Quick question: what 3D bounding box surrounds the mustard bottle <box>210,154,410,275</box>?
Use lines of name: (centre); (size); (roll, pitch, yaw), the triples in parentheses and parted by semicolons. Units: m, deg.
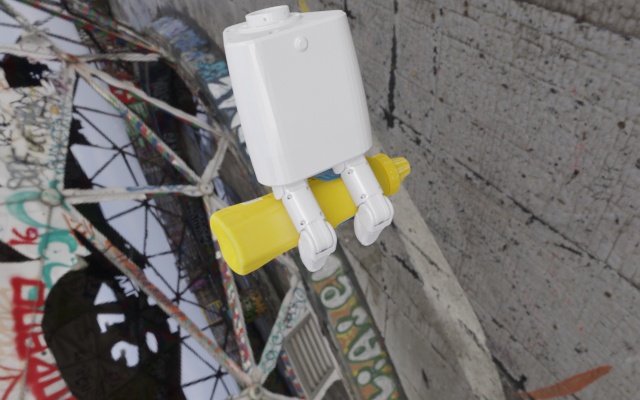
mustard bottle: (0.000, 0.002, 0.435); (0.191, 0.058, 0.096); (-24, 5, -19)
